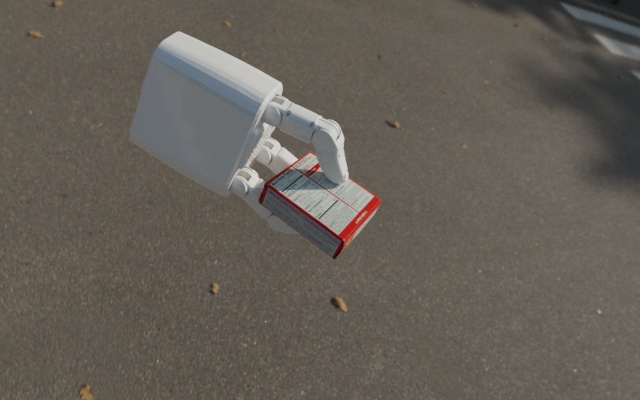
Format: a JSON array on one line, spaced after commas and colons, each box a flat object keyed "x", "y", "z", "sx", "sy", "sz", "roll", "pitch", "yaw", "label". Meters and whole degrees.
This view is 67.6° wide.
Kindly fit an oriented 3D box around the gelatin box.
[{"x": 0.000, "y": 0.001, "z": 0.439, "sx": 0.089, "sy": 0.030, "sz": 0.073, "roll": 35, "pitch": 44, "yaw": 12, "label": "gelatin box"}]
